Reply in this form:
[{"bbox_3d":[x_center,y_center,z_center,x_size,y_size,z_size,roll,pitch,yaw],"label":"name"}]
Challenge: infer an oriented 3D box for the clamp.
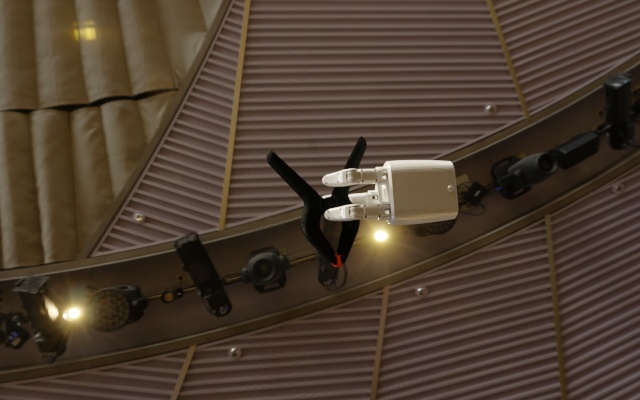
[{"bbox_3d":[0.000,0.003,0.766,0.164,0.210,0.036,-3,-6,-7],"label":"clamp"}]
